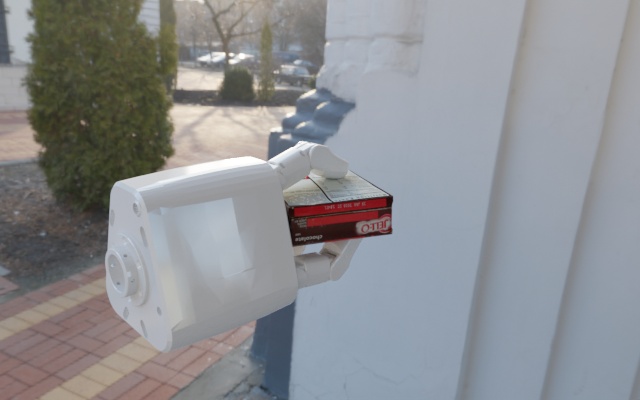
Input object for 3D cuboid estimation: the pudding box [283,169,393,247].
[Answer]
[{"bbox_3d":[0.000,0.001,0.420,0.090,0.039,0.113,-5,20,-17],"label":"pudding box"}]
